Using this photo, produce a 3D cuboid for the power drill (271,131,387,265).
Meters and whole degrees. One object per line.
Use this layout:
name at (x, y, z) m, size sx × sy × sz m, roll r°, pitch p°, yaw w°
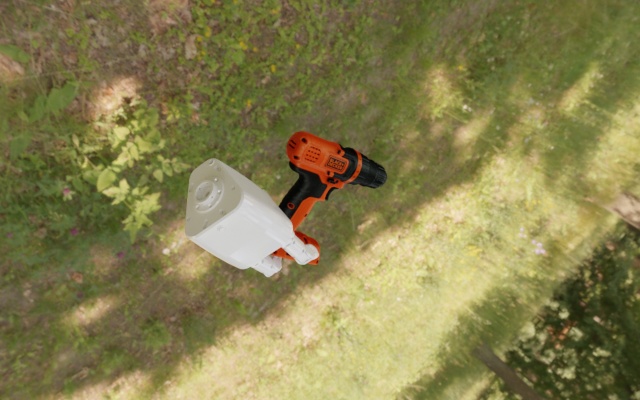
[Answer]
power drill at (0.000, 0.003, 0.722) m, size 0.184 × 0.188 × 0.057 m, roll 18°, pitch 14°, yaw -36°
